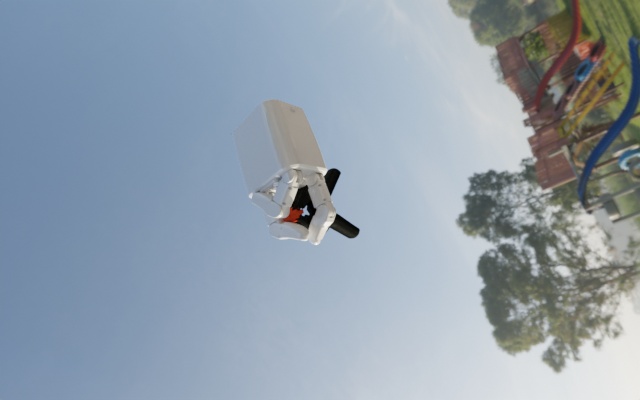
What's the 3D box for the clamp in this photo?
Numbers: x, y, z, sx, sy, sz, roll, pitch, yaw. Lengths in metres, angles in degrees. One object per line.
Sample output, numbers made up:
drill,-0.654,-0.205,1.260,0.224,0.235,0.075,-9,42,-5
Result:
clamp,0.000,0.003,0.739,0.039,0.120,0.171,-26,-16,28
